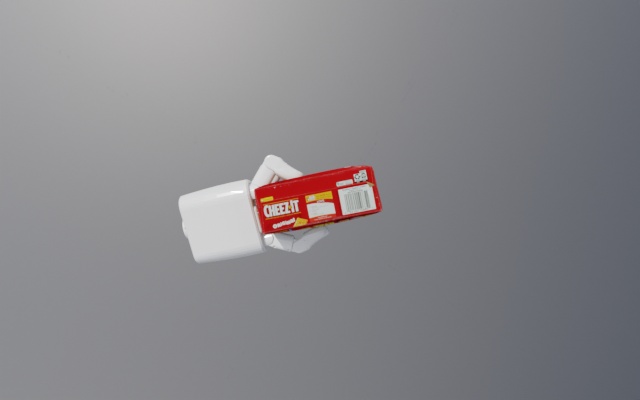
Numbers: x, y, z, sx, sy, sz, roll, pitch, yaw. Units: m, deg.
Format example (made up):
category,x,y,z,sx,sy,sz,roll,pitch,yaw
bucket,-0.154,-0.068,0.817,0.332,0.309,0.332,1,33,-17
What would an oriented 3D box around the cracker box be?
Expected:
category,x,y,z,sx,sy,sz,roll,pitch,yaw
cracker box,0.000,0.003,0.731,0.164,0.072,0.214,-12,-3,2
